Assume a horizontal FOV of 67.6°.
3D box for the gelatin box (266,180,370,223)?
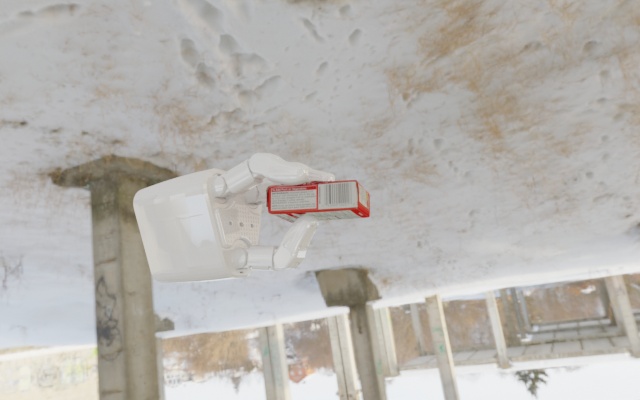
[{"bbox_3d":[0.000,0.002,0.473,0.089,0.030,0.073,-3,-10,14],"label":"gelatin box"}]
